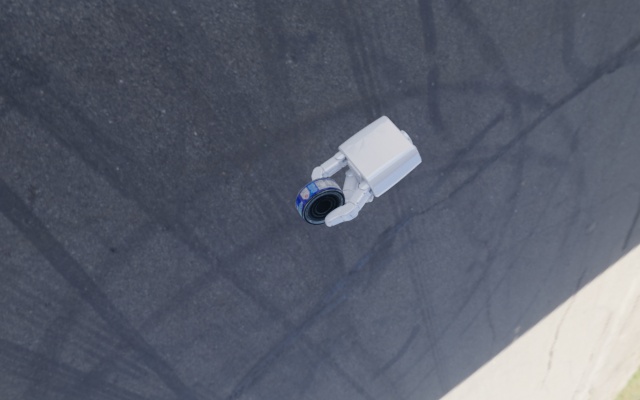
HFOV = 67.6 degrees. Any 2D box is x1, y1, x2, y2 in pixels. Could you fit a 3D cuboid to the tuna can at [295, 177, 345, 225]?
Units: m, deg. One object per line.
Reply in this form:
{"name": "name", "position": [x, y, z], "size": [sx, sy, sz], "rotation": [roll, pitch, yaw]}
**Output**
{"name": "tuna can", "position": [0.000, 0.003, 0.844], "size": [0.086, 0.086, 0.033], "rotation": [0, 40, -34]}
